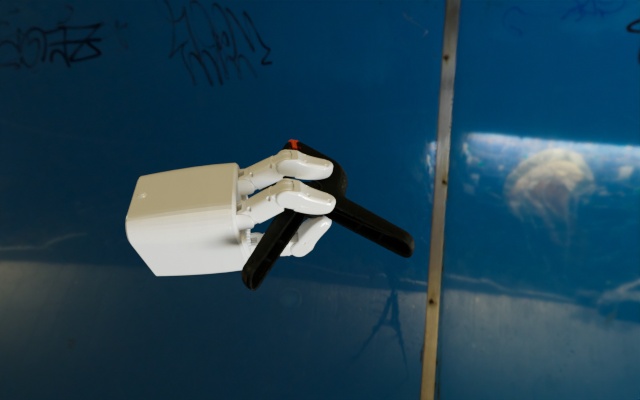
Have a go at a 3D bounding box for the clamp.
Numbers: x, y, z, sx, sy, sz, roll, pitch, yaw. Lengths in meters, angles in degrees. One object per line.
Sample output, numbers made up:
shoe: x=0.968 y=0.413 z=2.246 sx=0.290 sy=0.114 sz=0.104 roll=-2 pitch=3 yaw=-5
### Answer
clamp: x=0.000 y=0.002 z=0.510 sx=0.164 sy=0.036 sz=0.209 roll=-6 pitch=41 yaw=-3
